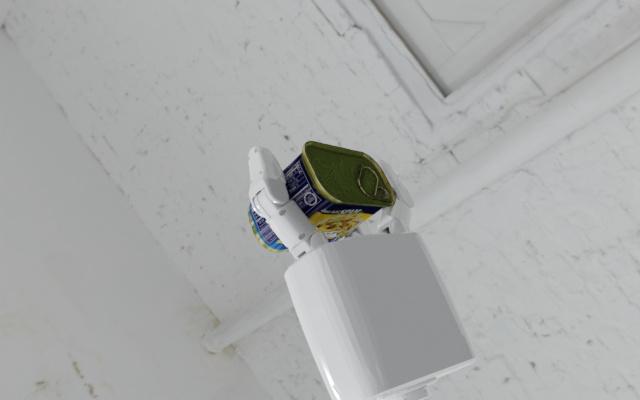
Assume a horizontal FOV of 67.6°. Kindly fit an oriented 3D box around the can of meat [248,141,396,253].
[{"bbox_3d":[0.000,0.001,0.409,0.102,0.057,0.084,4,-37,-49],"label":"can of meat"}]
